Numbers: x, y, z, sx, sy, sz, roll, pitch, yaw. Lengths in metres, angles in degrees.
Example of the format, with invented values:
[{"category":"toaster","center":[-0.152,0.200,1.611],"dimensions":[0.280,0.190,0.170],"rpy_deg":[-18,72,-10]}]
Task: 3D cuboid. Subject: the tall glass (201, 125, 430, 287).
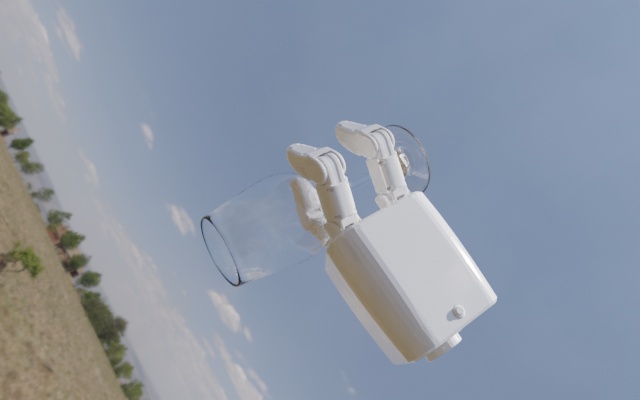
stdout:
[{"category":"tall glass","center":[0.001,0.001,0.419],"dimensions":[0.201,0.079,0.079],"rpy_deg":[-26,12,-27]}]
